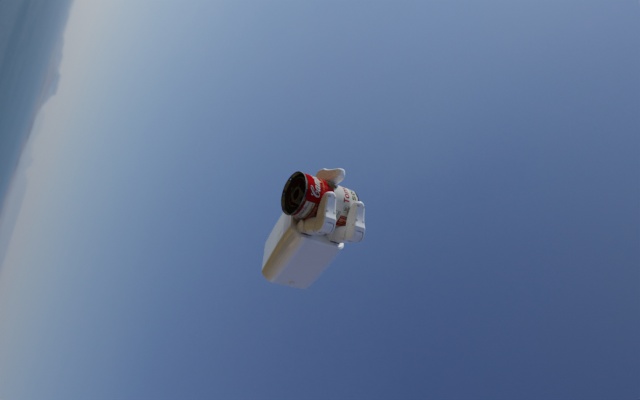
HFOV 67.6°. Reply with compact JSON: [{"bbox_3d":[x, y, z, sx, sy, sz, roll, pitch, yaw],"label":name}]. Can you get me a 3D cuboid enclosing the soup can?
[{"bbox_3d":[0.001,0.002,0.733,0.102,0.068,0.068,18,-10,-32],"label":"soup can"}]
